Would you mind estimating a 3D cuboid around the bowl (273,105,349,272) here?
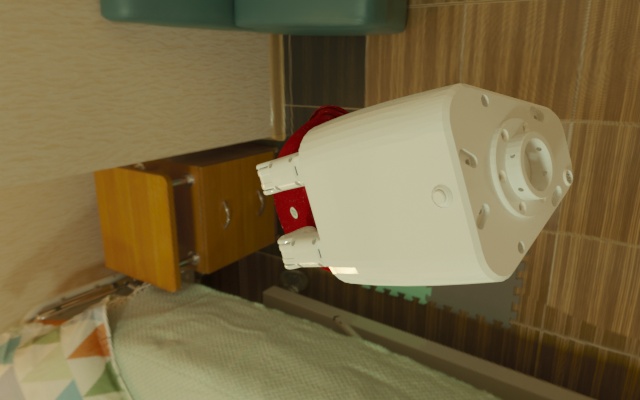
[{"bbox_3d":[-0.001,0.002,0.422,0.055,0.162,0.162,-18,7,-23],"label":"bowl"}]
